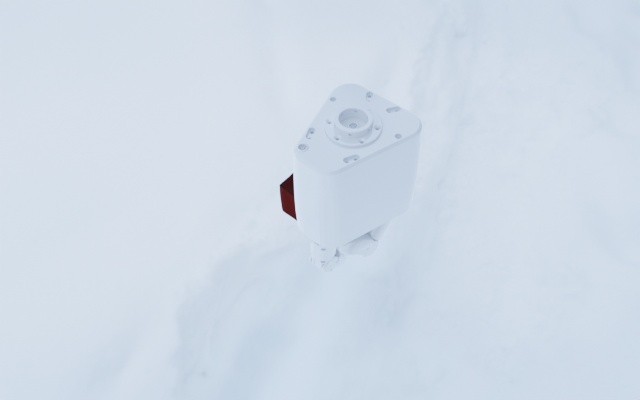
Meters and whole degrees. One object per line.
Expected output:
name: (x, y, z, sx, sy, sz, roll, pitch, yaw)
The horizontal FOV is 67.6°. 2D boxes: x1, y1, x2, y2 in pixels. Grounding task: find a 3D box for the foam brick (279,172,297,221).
foam brick: (0.000, 0.002, 0.530, 0.078, 0.053, 0.051, 35, -28, 25)
